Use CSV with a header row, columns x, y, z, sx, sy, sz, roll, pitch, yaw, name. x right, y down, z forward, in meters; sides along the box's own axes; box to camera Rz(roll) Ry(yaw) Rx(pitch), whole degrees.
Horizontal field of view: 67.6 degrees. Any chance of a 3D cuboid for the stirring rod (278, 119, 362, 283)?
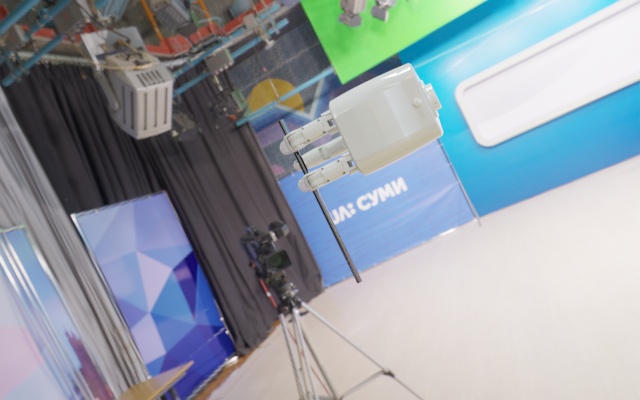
x,y,z,sx,sy,sz,roll,pitch,yaw,name
0.000,0.002,0.638,0.011,0.239,0.011,-26,3,1,stirring rod
